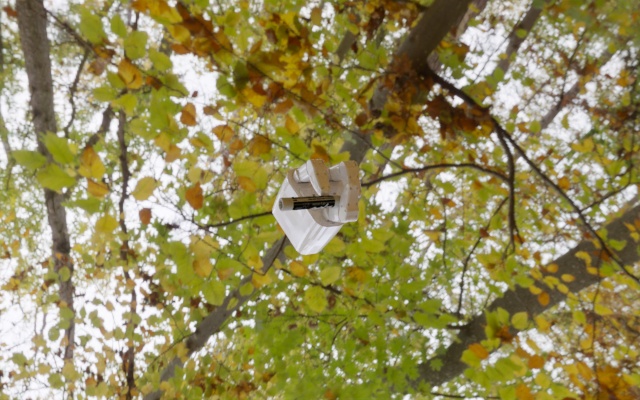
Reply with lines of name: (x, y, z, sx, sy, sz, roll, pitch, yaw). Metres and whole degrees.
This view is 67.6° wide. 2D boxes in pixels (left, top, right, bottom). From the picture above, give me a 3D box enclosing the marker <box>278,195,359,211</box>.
marker: (0.000, 0.002, 0.671, 0.121, 0.020, 0.020, -4, 2, -26)
